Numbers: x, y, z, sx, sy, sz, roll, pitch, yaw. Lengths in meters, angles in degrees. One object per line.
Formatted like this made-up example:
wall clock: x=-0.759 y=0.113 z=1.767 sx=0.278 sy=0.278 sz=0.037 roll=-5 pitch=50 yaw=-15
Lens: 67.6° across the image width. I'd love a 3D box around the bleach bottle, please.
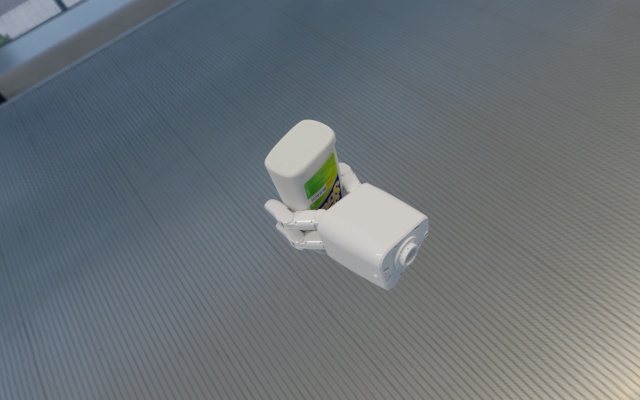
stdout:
bleach bottle: x=0.000 y=0.002 z=0.724 sx=0.068 sy=0.102 sz=0.251 roll=29 pitch=-23 yaw=32
